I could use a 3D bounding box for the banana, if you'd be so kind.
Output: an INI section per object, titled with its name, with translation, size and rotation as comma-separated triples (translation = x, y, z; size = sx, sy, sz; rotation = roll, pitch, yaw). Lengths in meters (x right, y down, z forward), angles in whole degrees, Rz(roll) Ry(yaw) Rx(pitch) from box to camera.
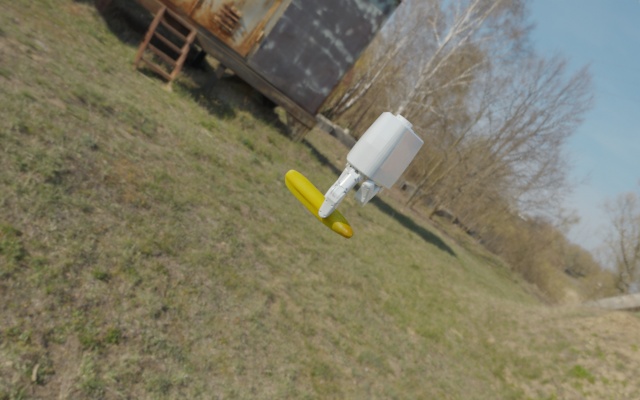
[banana]
translation = -0.013, -0.004, 0.864
size = 0.070, 0.037, 0.197
rotation = 25, 16, -50
